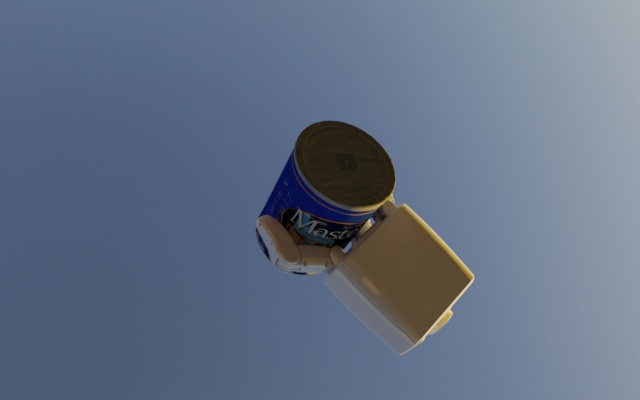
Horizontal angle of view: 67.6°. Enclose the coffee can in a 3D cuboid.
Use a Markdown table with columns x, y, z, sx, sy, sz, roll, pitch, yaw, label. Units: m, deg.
| x | y | z | sx | sy | sz | roll | pitch | yaw | label |
| --- | --- | --- | --- | --- | --- | --- | --- | --- | --- |
| 0.000 | 0.001 | 0.498 | 0.103 | 0.102 | 0.140 | 0 | -33 | -26 | coffee can |
